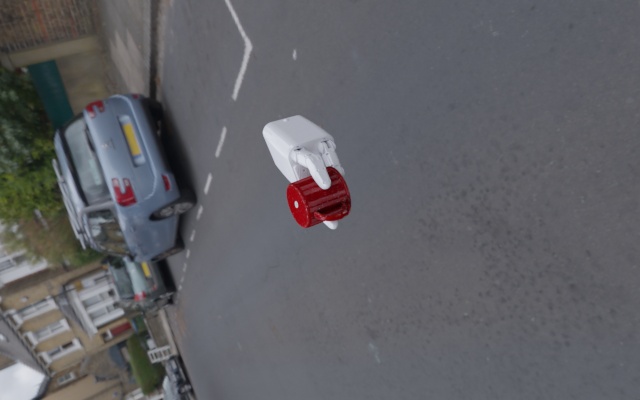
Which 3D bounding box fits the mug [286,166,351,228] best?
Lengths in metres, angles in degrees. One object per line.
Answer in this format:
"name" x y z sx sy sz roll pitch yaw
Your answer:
"mug" 0.001 0.003 0.810 0.081 0.093 0.117 -21 38 -23
